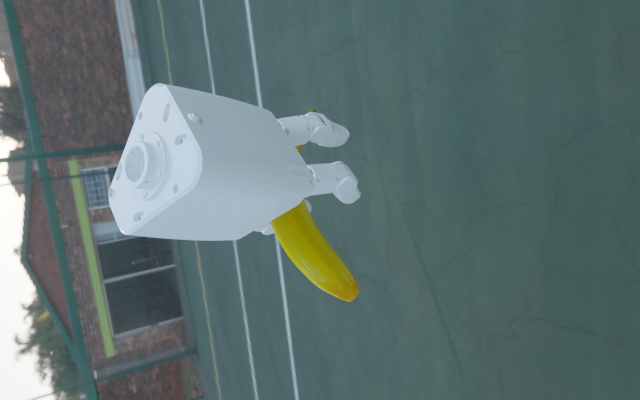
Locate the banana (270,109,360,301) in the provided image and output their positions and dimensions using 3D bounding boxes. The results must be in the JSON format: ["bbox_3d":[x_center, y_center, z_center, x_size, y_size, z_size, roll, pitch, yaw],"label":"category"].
[{"bbox_3d":[-0.018,0.003,0.452,0.069,0.197,0.037,-15,-19,8],"label":"banana"}]
